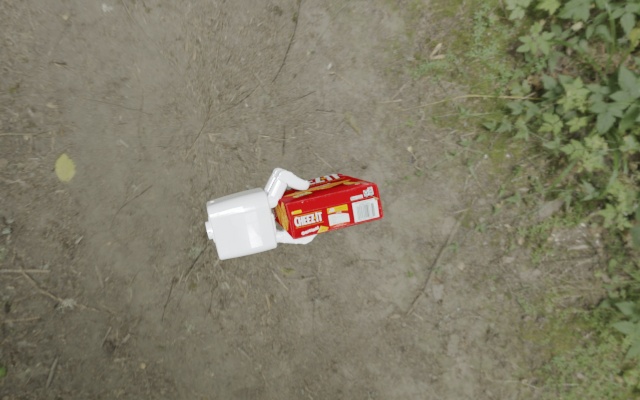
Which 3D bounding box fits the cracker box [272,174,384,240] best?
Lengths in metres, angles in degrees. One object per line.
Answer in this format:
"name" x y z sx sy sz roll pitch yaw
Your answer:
"cracker box" 0.000 0.003 0.893 0.164 0.072 0.213 -13 11 -12
